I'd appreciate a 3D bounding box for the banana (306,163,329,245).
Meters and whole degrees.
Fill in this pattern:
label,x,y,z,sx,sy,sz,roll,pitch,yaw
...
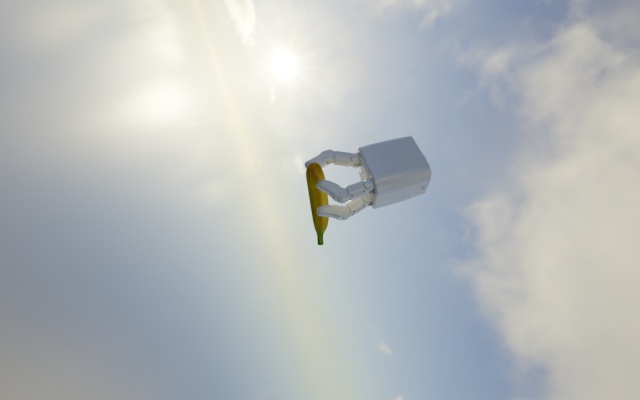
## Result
label,x,y,z,sx,sy,sz,roll,pitch,yaw
banana,-0.003,-0.006,0.905,0.037,0.198,0.069,-11,41,-4
